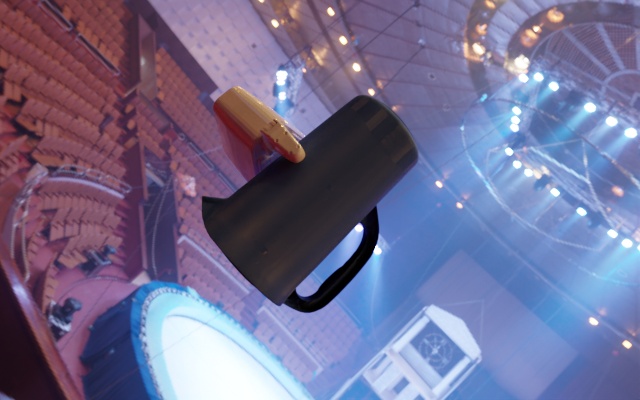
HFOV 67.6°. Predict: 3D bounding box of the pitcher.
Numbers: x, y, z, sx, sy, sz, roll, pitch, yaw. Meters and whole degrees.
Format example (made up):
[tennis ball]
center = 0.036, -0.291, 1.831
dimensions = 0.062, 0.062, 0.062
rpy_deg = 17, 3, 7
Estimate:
[pitcher]
center = 0.000, 0.002, 0.552
dimensions = 0.145, 0.243, 0.149
rpy_deg = 44, -8, 33
